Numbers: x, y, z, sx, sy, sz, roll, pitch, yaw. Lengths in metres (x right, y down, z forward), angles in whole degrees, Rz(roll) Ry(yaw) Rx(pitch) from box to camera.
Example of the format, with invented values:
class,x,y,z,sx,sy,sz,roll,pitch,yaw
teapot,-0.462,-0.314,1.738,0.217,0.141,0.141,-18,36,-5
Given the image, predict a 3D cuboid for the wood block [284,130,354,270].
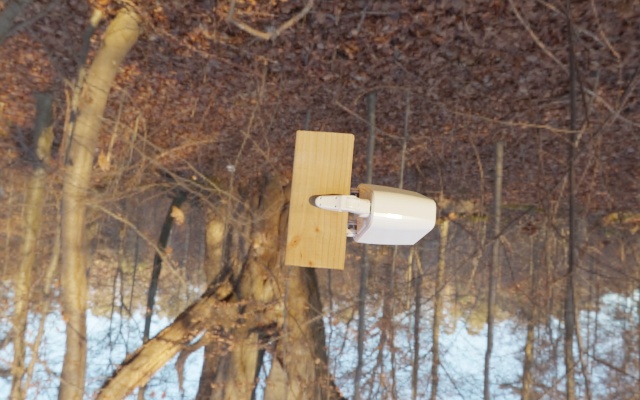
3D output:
class,x,y,z,sx,sy,sz,roll,pitch,yaw
wood block,0.000,0.003,0.757,0.090,0.206,0.091,4,-7,3
